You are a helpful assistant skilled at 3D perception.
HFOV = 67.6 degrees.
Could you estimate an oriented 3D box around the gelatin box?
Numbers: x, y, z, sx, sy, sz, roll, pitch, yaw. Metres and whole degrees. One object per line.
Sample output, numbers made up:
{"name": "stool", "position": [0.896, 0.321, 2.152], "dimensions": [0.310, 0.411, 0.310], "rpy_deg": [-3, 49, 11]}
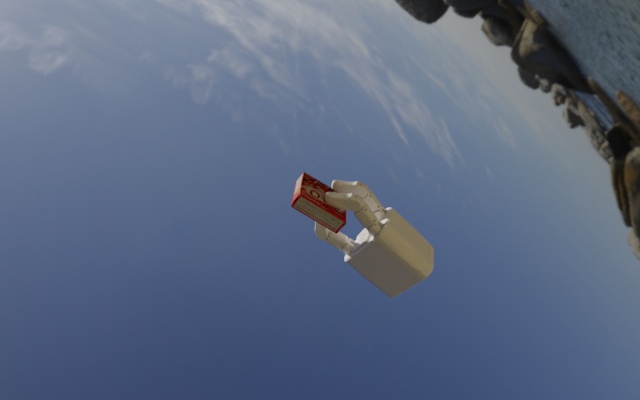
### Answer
{"name": "gelatin box", "position": [0.000, 0.003, 0.762], "dimensions": [0.089, 0.030, 0.073], "rpy_deg": [31, 30, -15]}
